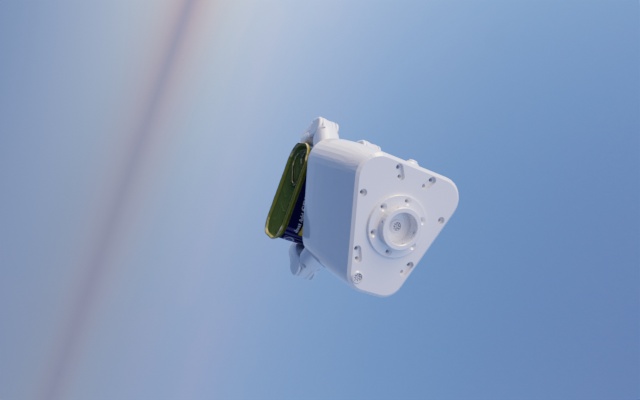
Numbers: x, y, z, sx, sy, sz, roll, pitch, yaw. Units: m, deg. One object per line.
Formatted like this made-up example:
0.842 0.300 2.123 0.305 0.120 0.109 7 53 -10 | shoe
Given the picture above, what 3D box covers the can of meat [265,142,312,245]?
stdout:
0.000 0.002 0.501 0.084 0.102 0.057 19 1 -21 | can of meat
